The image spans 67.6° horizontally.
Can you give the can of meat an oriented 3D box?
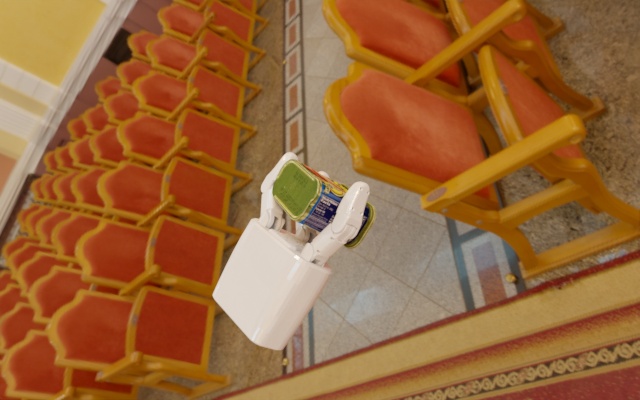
[{"bbox_3d":[0.000,0.002,0.546,0.084,0.057,0.102,27,9,-33],"label":"can of meat"}]
